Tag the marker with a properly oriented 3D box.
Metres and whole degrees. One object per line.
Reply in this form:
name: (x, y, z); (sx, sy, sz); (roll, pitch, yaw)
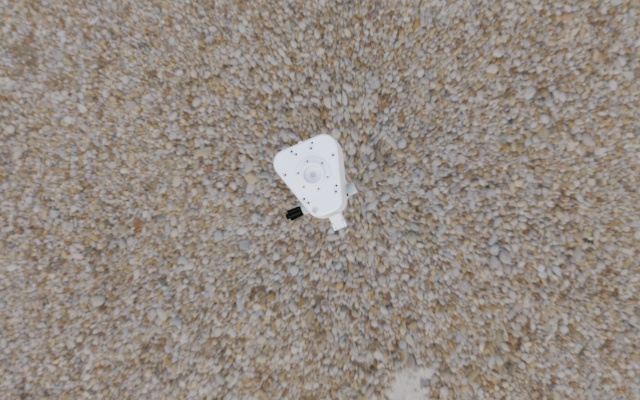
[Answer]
marker: (0.000, 0.003, 0.764); (0.121, 0.020, 0.020); (-24, -2, 4)
